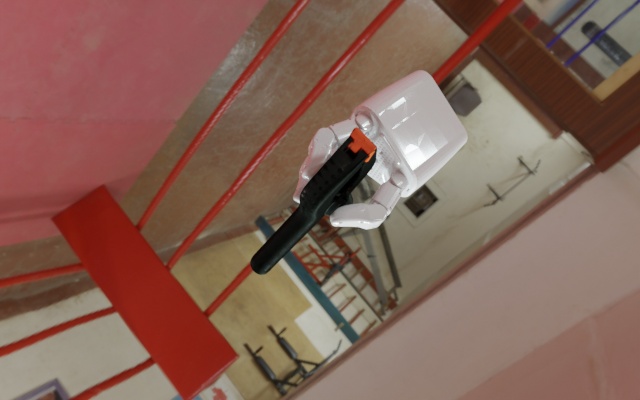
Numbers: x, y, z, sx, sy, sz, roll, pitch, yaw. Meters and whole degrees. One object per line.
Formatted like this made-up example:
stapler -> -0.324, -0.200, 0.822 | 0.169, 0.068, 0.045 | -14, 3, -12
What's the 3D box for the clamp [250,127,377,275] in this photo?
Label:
clamp -> 0.001, 0.002, 0.505 | 0.164, 0.036, 0.210 | -39, -10, -26
